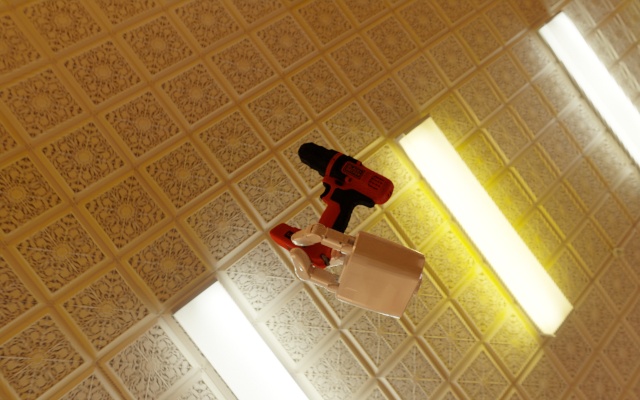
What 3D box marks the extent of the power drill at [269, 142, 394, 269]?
[{"bbox_3d":[0.000,0.003,0.783,0.184,0.187,0.057,28,-15,25],"label":"power drill"}]
